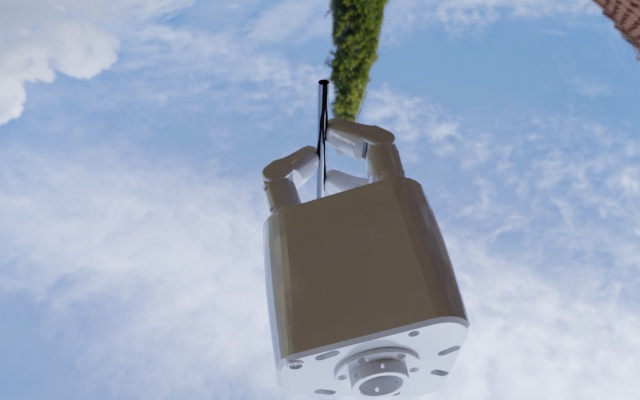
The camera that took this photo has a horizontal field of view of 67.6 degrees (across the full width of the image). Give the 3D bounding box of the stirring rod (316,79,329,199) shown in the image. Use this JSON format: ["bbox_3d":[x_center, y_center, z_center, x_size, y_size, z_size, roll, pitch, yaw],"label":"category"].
[{"bbox_3d":[0.000,0.001,0.425,0.011,0.240,0.011,1,45,-1],"label":"stirring rod"}]
